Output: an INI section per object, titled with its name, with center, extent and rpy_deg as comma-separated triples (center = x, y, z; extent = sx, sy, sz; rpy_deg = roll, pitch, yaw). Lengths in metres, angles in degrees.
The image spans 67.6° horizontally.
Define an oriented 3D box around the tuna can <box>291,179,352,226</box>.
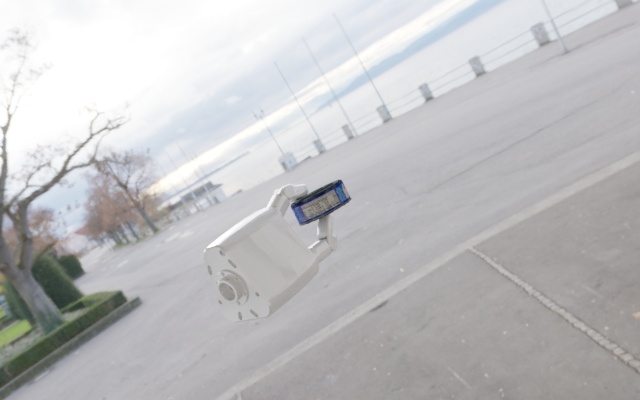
[tuna can]
center = 0.000, 0.002, 0.694
extent = 0.086, 0.034, 0.086
rpy_deg = -27, 5, 3
